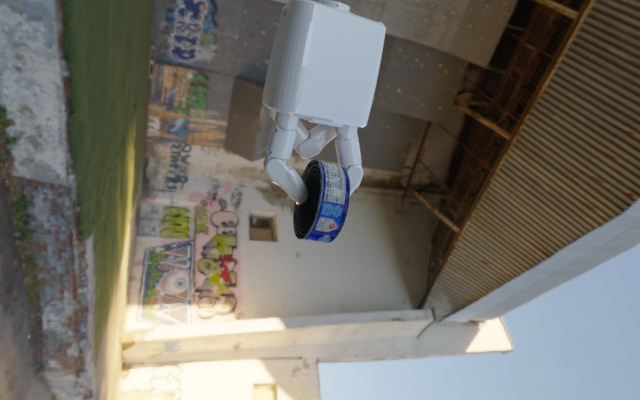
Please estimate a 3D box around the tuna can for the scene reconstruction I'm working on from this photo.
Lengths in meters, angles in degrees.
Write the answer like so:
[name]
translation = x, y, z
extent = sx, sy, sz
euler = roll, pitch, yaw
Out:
[tuna can]
translation = 0.001, 0.002, 0.509
extent = 0.034, 0.086, 0.086
euler = 11, -4, -18
